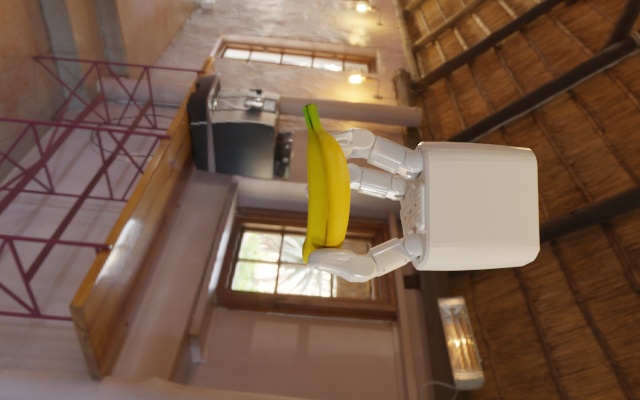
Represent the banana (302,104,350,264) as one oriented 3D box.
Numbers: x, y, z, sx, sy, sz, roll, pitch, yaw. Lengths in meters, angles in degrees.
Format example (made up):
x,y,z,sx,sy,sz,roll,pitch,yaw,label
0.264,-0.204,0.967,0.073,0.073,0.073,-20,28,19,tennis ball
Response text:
x,y,z,sx,sy,sz,roll,pitch,yaw,label
0.003,0.012,0.440,0.037,0.198,0.069,-4,44,-8,banana
